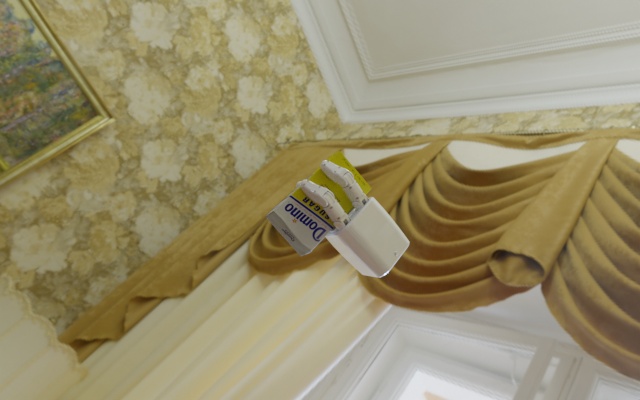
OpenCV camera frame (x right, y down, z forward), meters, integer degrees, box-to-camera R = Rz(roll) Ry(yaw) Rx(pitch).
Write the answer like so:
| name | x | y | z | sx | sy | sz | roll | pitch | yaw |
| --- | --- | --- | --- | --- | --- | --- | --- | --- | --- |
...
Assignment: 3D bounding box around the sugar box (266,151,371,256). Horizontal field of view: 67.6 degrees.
| name | x | y | z | sx | sy | sz | roll | pitch | yaw |
| --- | --- | --- | --- | --- | --- | --- | --- | --- | --- |
| sugar box | 0.001 | 0.003 | 0.822 | 0.176 | 0.093 | 0.048 | -45 | 7 | -31 |
